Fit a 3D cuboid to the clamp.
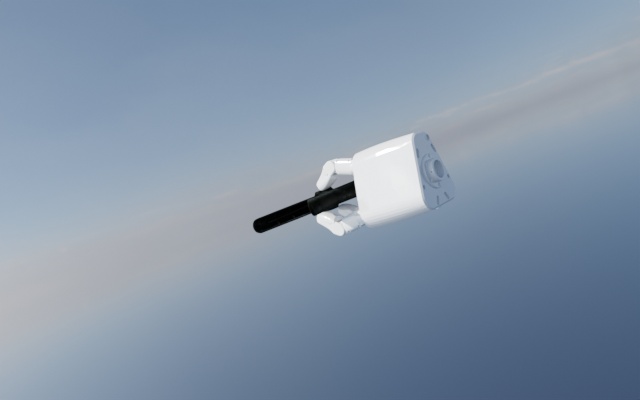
[{"bbox_3d":[0.000,0.002,0.778,0.164,0.036,0.210,-19,3,43],"label":"clamp"}]
